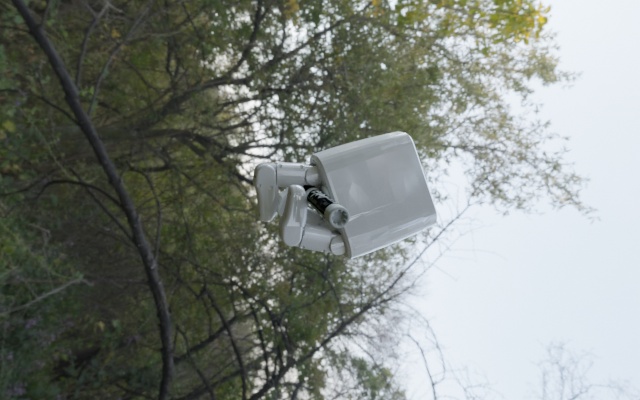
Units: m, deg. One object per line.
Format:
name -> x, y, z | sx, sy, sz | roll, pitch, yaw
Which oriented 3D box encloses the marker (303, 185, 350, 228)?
marker -> 0.000, 0.002, 0.458 | 0.020, 0.020, 0.121 | 0, 12, -16
